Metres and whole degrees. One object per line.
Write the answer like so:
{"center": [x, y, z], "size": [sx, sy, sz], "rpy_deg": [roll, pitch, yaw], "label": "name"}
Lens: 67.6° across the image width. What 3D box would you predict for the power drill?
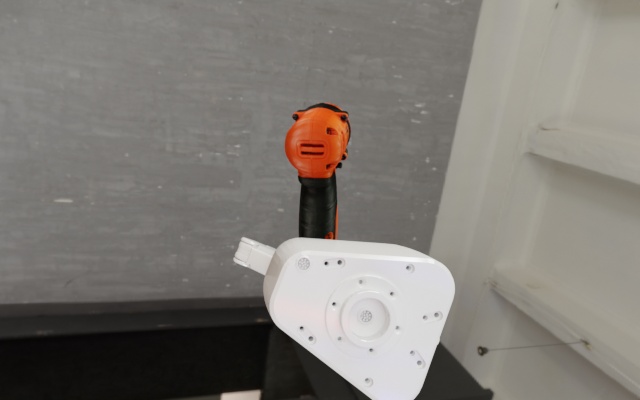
{"center": [0.000, 0.002, 0.462], "size": [0.057, 0.188, 0.184], "rpy_deg": [1, 16, 7], "label": "power drill"}
